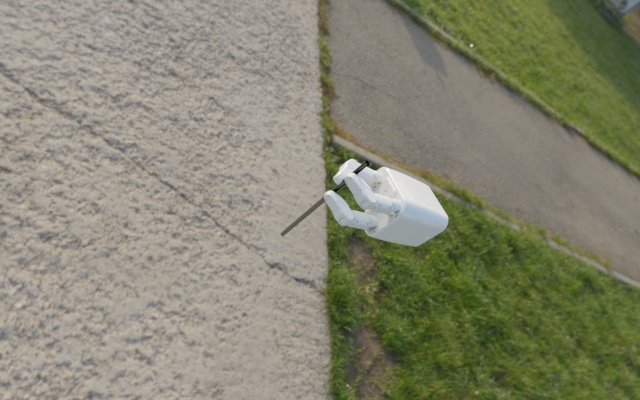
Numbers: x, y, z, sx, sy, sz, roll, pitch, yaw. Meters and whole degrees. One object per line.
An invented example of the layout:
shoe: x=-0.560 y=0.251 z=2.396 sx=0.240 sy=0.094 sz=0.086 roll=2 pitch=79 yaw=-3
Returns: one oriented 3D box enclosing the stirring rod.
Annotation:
stirring rod: x=0.000 y=0.003 z=0.780 sx=0.011 sy=0.011 sz=0.240 roll=0 pitch=-29 yaw=-41
